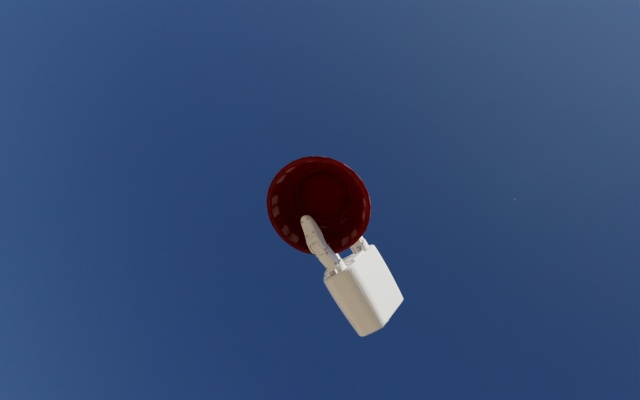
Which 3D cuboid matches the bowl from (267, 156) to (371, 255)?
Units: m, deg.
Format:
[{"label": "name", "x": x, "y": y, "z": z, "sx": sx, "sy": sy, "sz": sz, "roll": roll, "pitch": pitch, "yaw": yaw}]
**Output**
[{"label": "bowl", "x": 0.000, "y": 0.001, "z": 0.749, "sx": 0.162, "sy": 0.162, "sz": 0.055, "roll": 0, "pitch": 20, "yaw": 11}]
